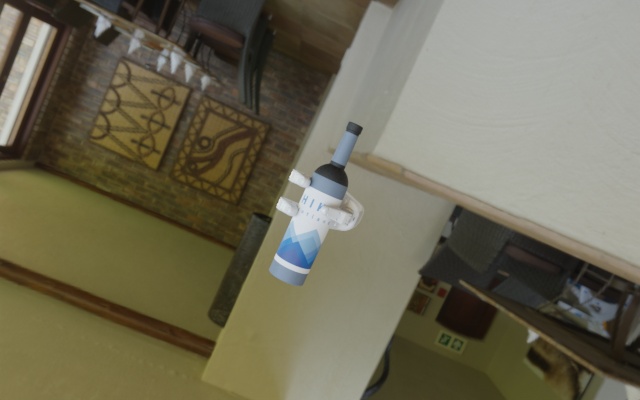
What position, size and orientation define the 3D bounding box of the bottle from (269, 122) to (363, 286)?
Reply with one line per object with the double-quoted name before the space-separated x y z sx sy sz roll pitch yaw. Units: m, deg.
"bottle" 0.000 0.003 0.833 0.069 0.296 0.069 25 5 -2
